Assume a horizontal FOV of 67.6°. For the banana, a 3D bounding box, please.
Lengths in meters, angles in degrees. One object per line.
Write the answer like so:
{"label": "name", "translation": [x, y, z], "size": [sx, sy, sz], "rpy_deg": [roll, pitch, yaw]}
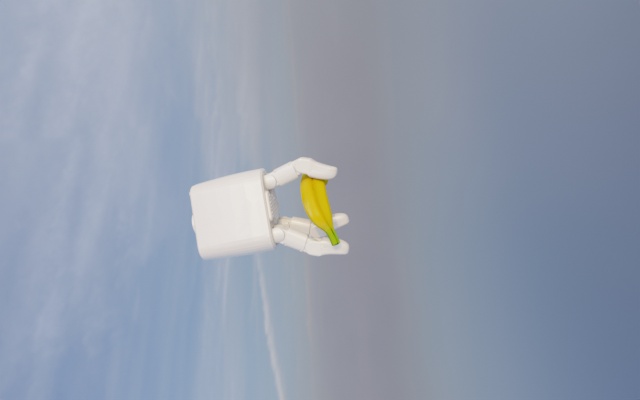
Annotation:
{"label": "banana", "translation": [-0.005, -0.011, 0.697], "size": [0.037, 0.070, 0.197], "rpy_deg": [-17, 29, 6]}
